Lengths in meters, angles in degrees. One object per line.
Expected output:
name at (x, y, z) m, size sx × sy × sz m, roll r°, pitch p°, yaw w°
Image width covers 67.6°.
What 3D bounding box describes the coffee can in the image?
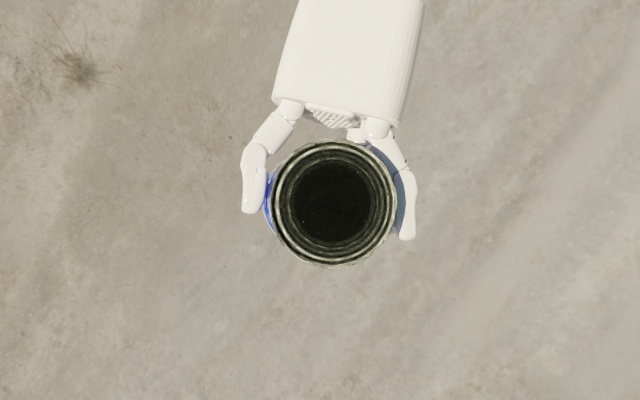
coffee can at (0.000, 0.002, 0.440) m, size 0.103 × 0.103 × 0.140 m, roll 0°, pitch 1°, yaw -9°
